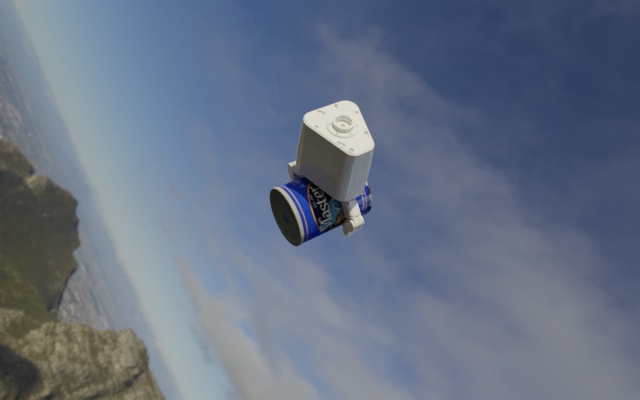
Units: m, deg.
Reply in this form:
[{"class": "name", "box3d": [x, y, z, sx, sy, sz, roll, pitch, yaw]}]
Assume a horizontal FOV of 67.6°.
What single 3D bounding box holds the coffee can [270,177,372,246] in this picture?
[{"class": "coffee can", "box3d": [0.000, 0.003, 0.802, 0.140, 0.103, 0.103, -23, 10, -23]}]
